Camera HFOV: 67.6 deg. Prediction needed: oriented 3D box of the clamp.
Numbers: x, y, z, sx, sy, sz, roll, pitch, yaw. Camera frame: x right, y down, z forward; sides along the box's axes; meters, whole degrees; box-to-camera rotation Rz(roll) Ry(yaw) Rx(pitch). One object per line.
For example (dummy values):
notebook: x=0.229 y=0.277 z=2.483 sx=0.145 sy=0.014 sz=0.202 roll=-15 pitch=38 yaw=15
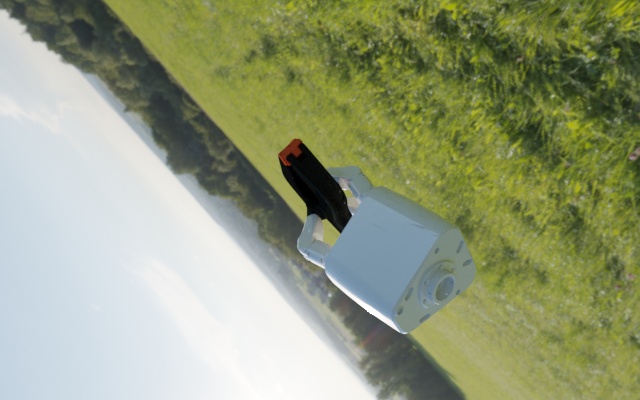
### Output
clamp: x=-0.001 y=0.002 z=0.595 sx=0.164 sy=0.036 sz=0.210 roll=28 pitch=-21 yaw=48
